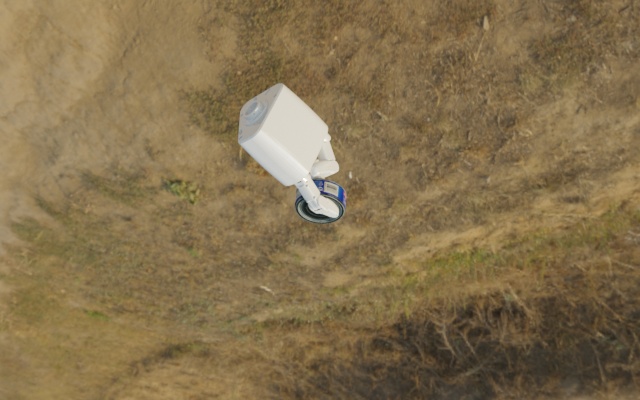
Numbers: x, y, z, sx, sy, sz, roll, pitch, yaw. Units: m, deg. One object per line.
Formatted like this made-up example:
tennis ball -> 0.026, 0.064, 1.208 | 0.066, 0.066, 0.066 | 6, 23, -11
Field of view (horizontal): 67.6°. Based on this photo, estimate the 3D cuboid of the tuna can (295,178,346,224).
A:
tuna can -> 0.000, 0.003, 0.799 | 0.086, 0.033, 0.086 | 3, -37, 3
